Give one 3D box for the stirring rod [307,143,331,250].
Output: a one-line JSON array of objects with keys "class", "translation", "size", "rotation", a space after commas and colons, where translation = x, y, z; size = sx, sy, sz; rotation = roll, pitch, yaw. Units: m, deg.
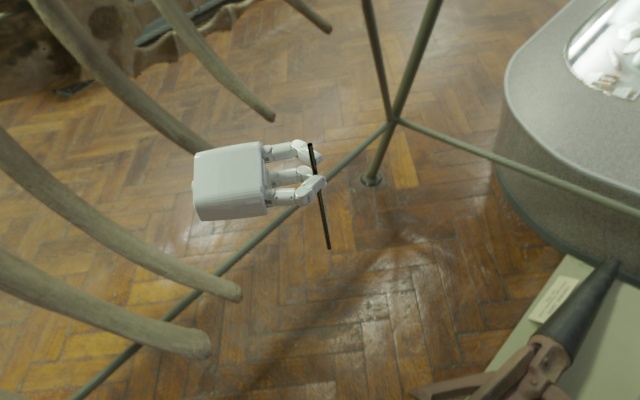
[{"class": "stirring rod", "translation": [0.000, 0.003, 0.774], "size": [0.011, 0.011, 0.240], "rotation": [0, -44, 10]}]
